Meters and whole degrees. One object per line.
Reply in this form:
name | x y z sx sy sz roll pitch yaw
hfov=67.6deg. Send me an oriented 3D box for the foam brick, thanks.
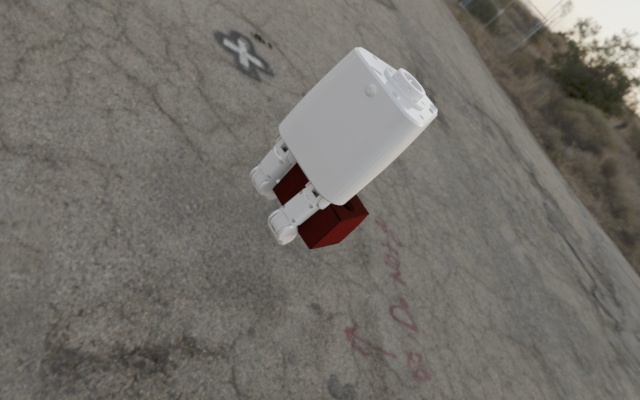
foam brick | 0.000 0.002 0.481 0.051 0.078 0.053 -44 -20 31
